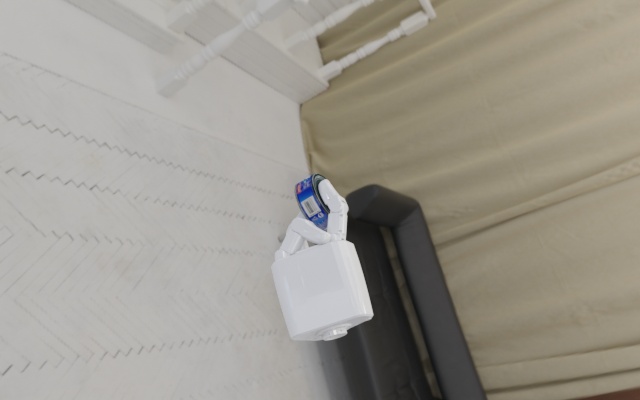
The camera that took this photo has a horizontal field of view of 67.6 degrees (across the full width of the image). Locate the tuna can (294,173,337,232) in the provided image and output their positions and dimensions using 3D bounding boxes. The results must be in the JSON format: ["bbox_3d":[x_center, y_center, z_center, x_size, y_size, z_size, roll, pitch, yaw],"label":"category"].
[{"bbox_3d":[0.001,0.002,0.722,0.034,0.086,0.086,-31,-12,22],"label":"tuna can"}]
